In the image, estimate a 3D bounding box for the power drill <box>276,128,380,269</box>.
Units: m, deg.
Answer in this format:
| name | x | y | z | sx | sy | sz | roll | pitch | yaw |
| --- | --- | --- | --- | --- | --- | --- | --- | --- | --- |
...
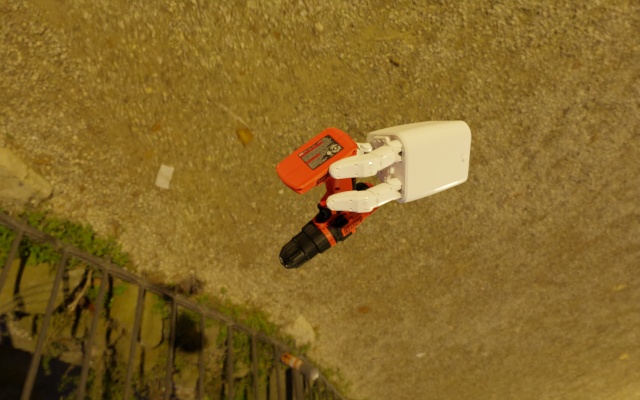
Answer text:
| name | x | y | z | sx | sy | sz | roll | pitch | yaw |
| --- | --- | --- | --- | --- | --- | --- | --- | --- | --- |
| power drill | 0.000 | 0.002 | 0.667 | 0.057 | 0.184 | 0.188 | 44 | -14 | 31 |
